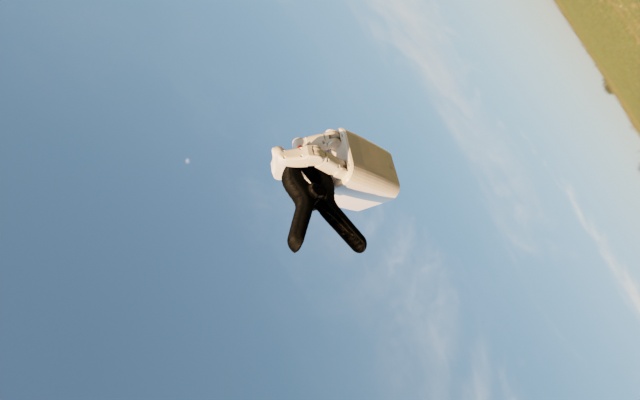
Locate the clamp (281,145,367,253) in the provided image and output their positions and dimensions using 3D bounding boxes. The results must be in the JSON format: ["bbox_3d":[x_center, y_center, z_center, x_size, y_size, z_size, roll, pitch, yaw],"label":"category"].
[{"bbox_3d":[0.000,0.002,0.649,0.120,0.171,0.039,18,-42,-36],"label":"clamp"}]
